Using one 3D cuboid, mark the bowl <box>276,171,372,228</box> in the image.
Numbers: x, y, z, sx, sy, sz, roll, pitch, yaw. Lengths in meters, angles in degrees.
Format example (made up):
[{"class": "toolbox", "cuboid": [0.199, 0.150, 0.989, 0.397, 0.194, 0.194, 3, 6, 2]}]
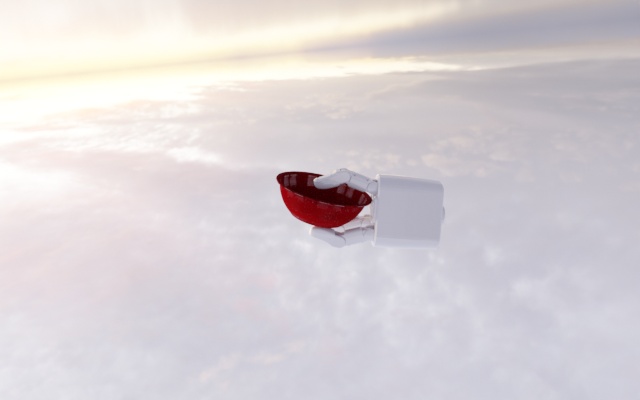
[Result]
[{"class": "bowl", "cuboid": [-0.001, 0.003, 0.790, 0.162, 0.055, 0.162, 13, 17, -4]}]
